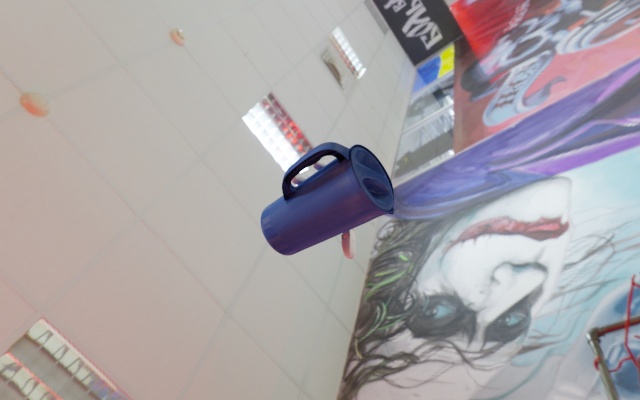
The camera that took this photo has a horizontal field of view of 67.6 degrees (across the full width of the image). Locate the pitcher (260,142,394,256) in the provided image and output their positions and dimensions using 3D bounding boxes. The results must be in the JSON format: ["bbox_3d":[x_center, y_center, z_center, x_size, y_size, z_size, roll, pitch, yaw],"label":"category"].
[{"bbox_3d":[0.000,0.003,0.877,0.243,0.149,0.145,-29,-13,29],"label":"pitcher"}]
